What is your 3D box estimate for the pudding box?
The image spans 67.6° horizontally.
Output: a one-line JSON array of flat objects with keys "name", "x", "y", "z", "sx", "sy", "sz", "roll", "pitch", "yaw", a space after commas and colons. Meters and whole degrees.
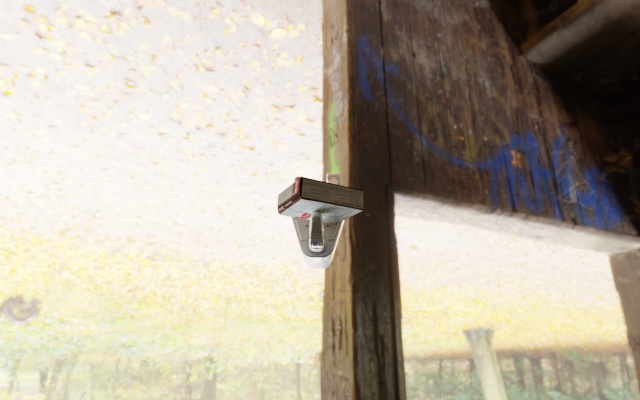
[{"name": "pudding box", "x": 0.000, "y": 0.003, "z": 0.751, "sx": 0.113, "sy": 0.039, "sz": 0.090, "roll": 10, "pitch": -22, "yaw": -26}]
